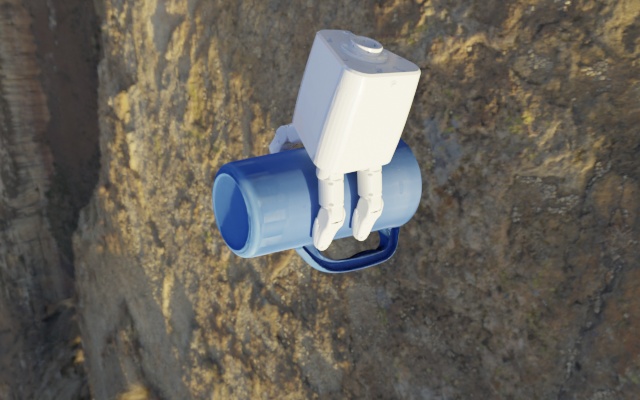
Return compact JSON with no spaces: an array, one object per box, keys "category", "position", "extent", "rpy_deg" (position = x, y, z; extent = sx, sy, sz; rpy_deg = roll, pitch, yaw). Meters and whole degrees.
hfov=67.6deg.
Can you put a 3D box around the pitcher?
[{"category":"pitcher","position":[0.000,0.002,0.590],"extent":[0.243,0.145,0.149],"rpy_deg":[-13,48,-35]}]
